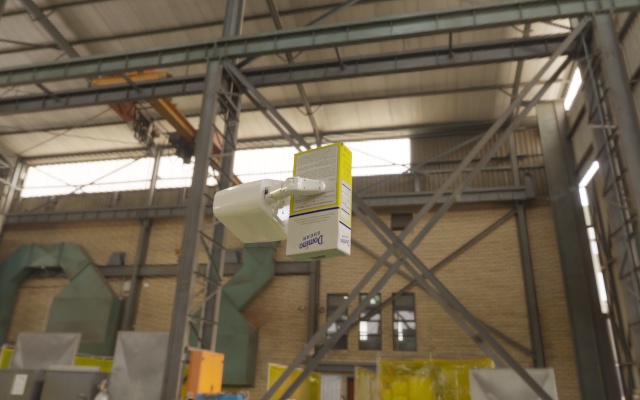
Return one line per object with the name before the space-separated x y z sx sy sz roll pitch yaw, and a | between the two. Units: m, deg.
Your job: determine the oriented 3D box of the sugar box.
sugar box | 0.000 0.003 0.739 0.093 0.176 0.048 -11 -25 30
